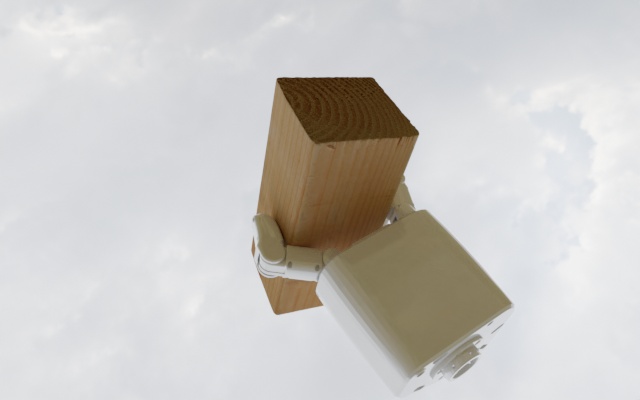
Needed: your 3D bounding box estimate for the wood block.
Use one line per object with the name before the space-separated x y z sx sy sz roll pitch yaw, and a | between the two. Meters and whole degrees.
wood block | 0.000 0.002 0.433 0.091 0.206 0.090 -7 45 -23
